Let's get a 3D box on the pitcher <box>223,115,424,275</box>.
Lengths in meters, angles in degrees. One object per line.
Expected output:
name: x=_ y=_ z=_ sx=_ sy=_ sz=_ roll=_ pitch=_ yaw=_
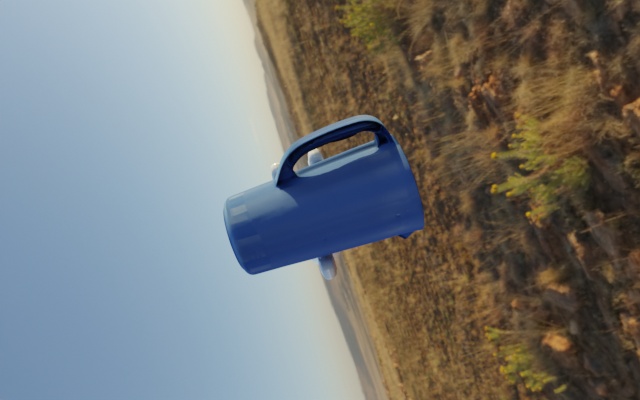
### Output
pitcher: x=0.000 y=0.002 z=0.623 sx=0.243 sy=0.149 sz=0.145 roll=-18 pitch=-15 yaw=-1
